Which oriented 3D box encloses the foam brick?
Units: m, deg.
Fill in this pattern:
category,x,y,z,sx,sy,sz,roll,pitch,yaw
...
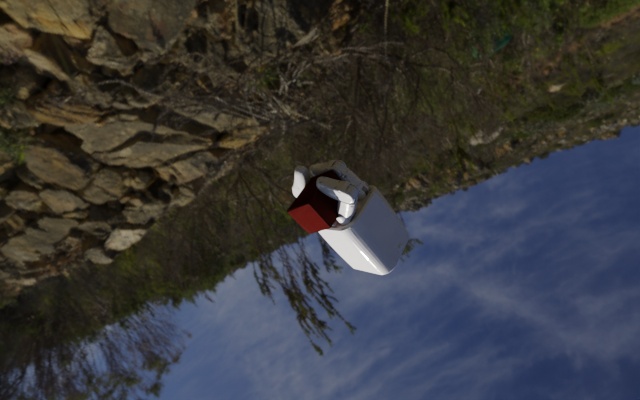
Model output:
category,x,y,z,sx,sy,sz,roll,pitch,yaw
foam brick,0.000,0.002,0.702,0.053,0.051,0.078,-18,29,48
